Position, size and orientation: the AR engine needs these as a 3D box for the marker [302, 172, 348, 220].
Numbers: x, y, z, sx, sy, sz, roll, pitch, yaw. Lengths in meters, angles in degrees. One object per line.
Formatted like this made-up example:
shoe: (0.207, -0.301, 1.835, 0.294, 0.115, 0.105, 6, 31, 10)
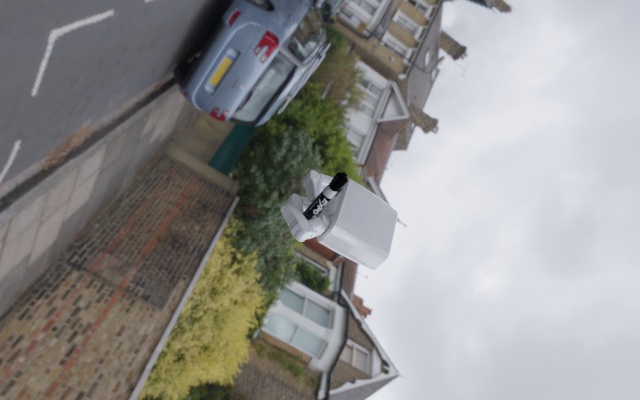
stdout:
marker: (0.000, 0.002, 0.685, 0.020, 0.020, 0.121, 0, -39, -45)
